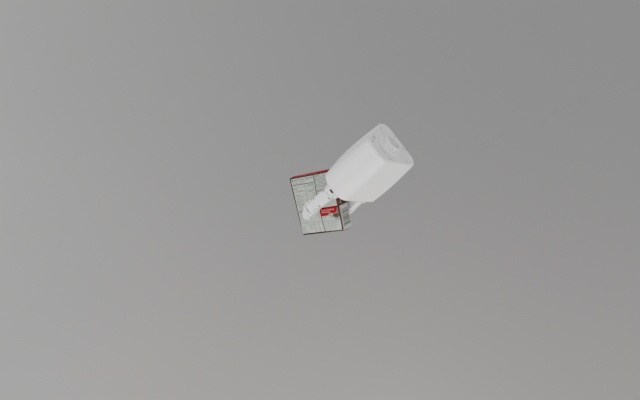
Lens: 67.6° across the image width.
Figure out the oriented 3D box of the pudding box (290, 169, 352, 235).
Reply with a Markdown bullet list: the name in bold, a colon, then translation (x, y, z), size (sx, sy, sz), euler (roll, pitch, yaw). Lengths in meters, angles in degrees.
- **pudding box**: translation (0.000, 0.003, 0.868), size (0.090, 0.113, 0.039), euler (-8, 7, 31)
